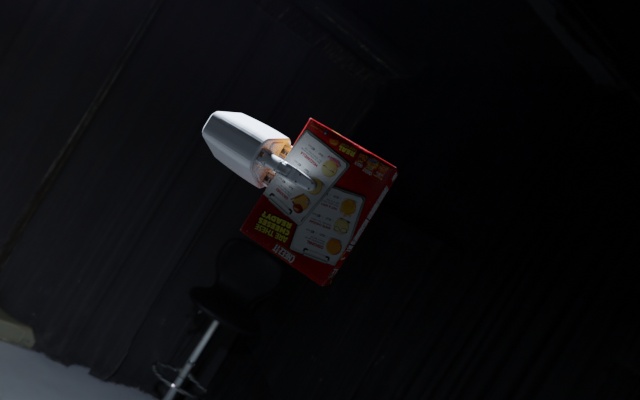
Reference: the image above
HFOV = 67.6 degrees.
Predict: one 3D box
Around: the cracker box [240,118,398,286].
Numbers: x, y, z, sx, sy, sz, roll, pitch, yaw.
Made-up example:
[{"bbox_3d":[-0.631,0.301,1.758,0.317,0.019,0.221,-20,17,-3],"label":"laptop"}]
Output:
[{"bbox_3d":[0.000,0.002,0.766,0.164,0.213,0.072,32,1,15],"label":"cracker box"}]
